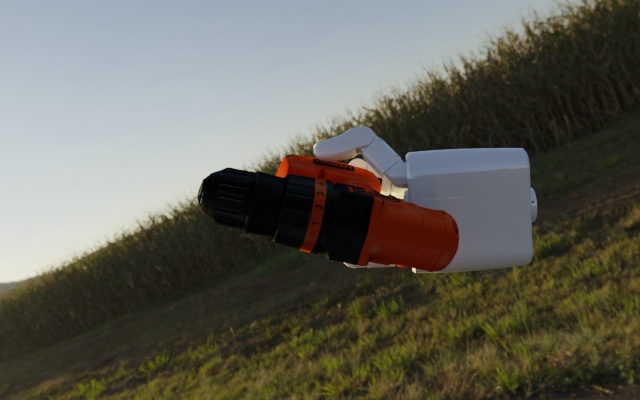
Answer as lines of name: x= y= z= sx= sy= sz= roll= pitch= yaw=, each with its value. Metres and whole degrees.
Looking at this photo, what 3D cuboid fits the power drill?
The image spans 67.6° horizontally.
power drill: x=0.000 y=0.001 z=0.401 sx=0.184 sy=0.057 sz=0.187 roll=14 pitch=10 yaw=-9
